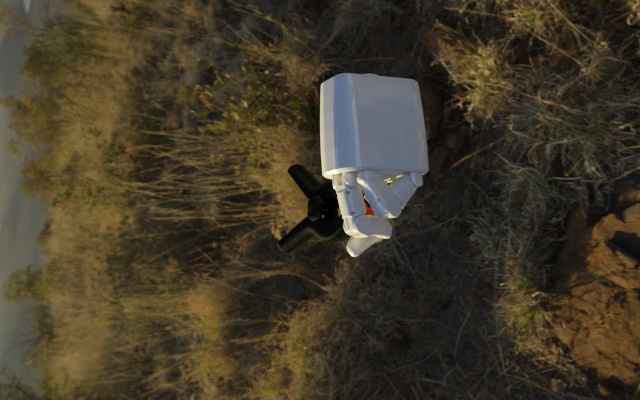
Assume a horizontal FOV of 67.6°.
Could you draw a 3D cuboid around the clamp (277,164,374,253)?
[{"bbox_3d":[0.000,0.002,0.598,0.039,0.120,0.171,4,-10,-39],"label":"clamp"}]
